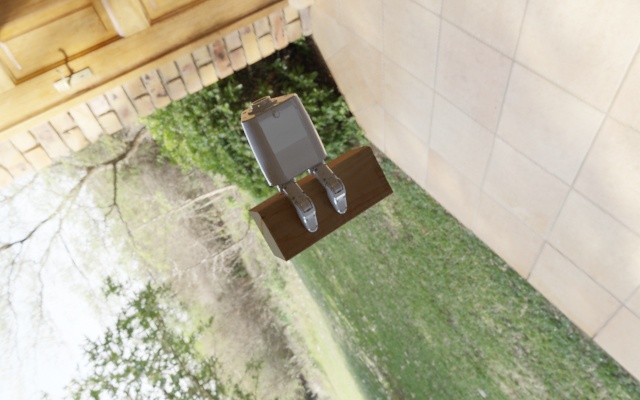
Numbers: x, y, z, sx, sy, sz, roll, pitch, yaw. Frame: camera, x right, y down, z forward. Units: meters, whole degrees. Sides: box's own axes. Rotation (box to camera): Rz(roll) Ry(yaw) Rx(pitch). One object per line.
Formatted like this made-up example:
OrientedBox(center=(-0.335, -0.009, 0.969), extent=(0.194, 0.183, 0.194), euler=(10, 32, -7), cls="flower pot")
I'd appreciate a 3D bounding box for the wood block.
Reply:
OrientedBox(center=(0.000, 0.002, 0.773), extent=(0.206, 0.090, 0.091), euler=(-32, 10, -15), cls="wood block")
